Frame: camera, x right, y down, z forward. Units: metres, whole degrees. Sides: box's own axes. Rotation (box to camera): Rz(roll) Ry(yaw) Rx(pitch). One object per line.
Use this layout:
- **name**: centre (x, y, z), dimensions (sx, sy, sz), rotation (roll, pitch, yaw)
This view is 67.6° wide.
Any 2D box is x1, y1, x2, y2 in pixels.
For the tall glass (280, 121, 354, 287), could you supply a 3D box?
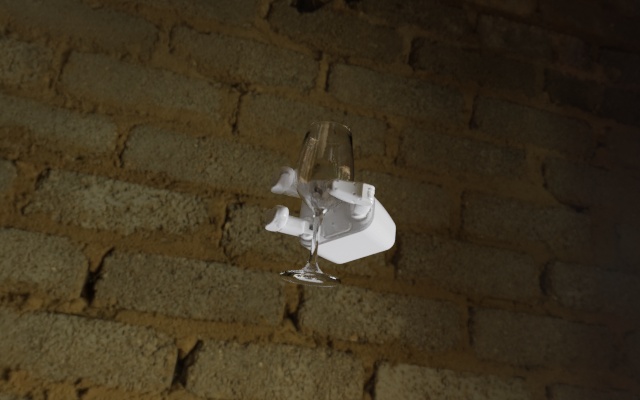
- **tall glass**: centre (0.000, 0.003, 0.603), dimensions (0.079, 0.201, 0.079), rotation (7, -20, 2)
